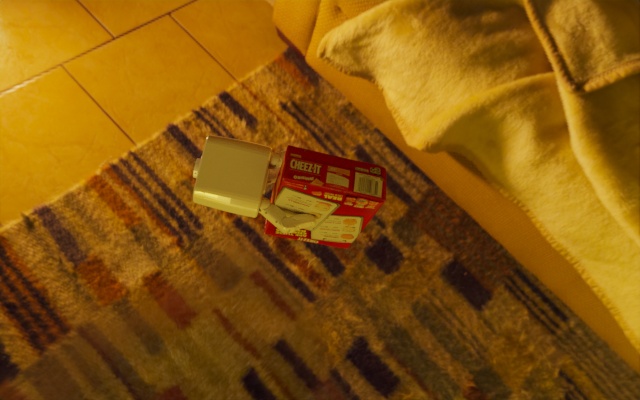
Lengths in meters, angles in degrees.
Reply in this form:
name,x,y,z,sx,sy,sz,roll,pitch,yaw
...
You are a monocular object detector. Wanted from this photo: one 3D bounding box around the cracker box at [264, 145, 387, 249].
name,x,y,z,sx,sy,sz,roll,pitch,yaw
cracker box,0.000,0.003,0.816,0.164,0.072,0.214,11,-28,-9
